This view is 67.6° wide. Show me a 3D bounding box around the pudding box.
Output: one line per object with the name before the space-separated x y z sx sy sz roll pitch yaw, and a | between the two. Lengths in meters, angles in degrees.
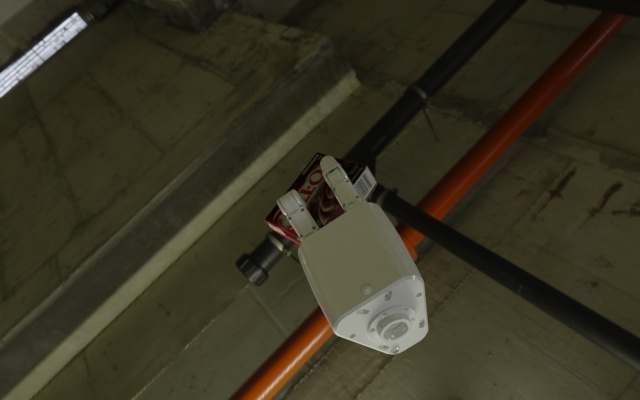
pudding box | 0.000 0.002 0.565 0.090 0.113 0.039 22 -23 45
